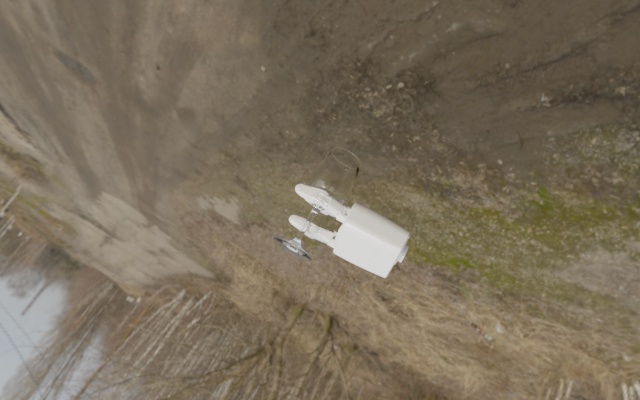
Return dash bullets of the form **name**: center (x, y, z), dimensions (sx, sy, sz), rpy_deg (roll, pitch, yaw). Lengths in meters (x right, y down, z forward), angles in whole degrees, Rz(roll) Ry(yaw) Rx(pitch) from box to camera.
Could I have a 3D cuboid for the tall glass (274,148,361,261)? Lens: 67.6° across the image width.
- **tall glass**: center (0.000, 0.003, 0.844), dimensions (0.079, 0.201, 0.079), rpy_deg (27, -19, 10)
